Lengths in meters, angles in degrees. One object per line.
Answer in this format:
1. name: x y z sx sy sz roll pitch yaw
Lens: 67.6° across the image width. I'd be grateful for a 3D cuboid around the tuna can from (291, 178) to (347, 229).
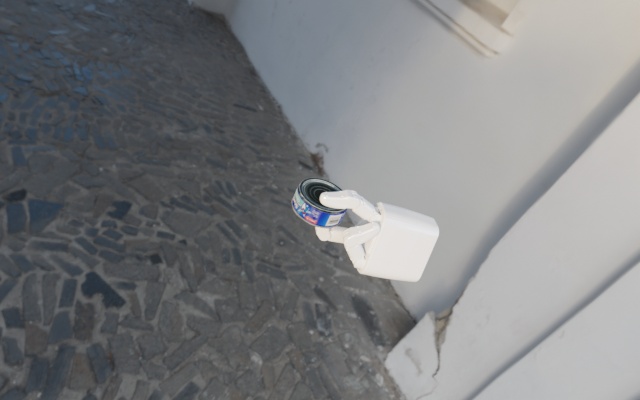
1. tuna can: 0.000 0.002 0.746 0.086 0.034 0.086 16 35 -12
